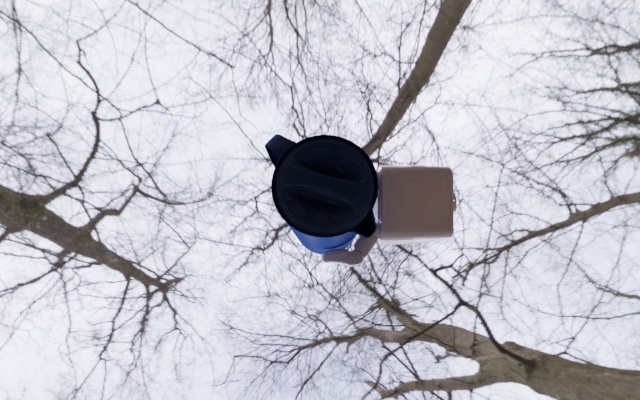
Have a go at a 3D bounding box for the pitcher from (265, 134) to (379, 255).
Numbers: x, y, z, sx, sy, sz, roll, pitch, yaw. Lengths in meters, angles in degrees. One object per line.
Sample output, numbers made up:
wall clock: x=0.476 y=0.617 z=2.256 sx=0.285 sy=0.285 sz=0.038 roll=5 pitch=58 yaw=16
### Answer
pitcher: x=0.000 y=0.002 z=0.700 sx=0.145 sy=0.149 sz=0.243 roll=-2 pitch=-15 yaw=0
